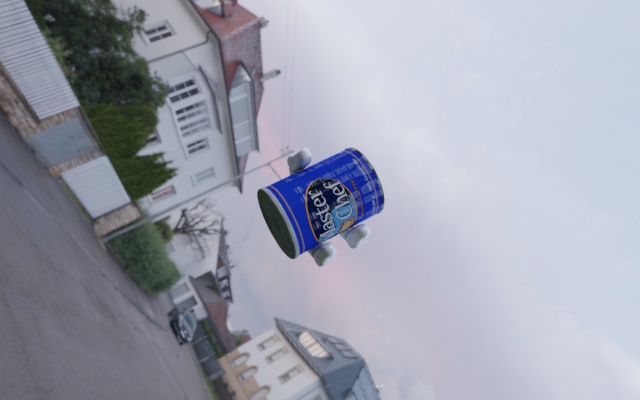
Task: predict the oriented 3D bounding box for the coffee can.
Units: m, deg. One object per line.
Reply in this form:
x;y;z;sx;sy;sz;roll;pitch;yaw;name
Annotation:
0.000;0.002;0.646;0.140;0.103;0.103;-27;9;-19;coffee can
